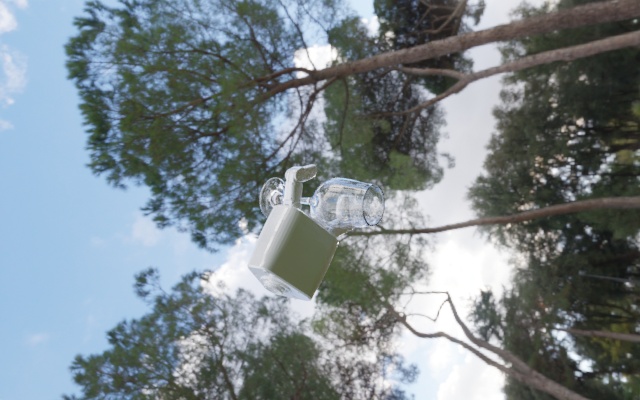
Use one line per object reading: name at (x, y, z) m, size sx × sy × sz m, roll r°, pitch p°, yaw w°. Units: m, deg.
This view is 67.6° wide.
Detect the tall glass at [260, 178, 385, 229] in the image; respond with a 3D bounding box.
tall glass at (0.000, 0.002, 0.756) m, size 0.201 × 0.079 × 0.079 m, roll 3°, pitch 2°, yaw 38°
